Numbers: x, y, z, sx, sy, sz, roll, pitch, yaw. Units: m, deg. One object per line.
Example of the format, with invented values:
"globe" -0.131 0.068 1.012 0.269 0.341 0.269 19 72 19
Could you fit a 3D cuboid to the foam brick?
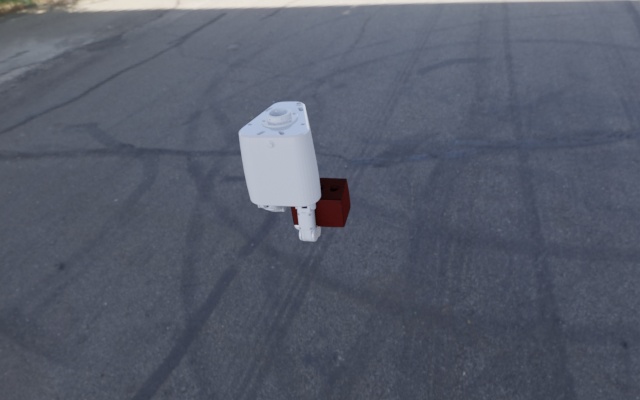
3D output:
"foam brick" 0.000 0.002 0.689 0.078 0.051 0.053 2 36 12
